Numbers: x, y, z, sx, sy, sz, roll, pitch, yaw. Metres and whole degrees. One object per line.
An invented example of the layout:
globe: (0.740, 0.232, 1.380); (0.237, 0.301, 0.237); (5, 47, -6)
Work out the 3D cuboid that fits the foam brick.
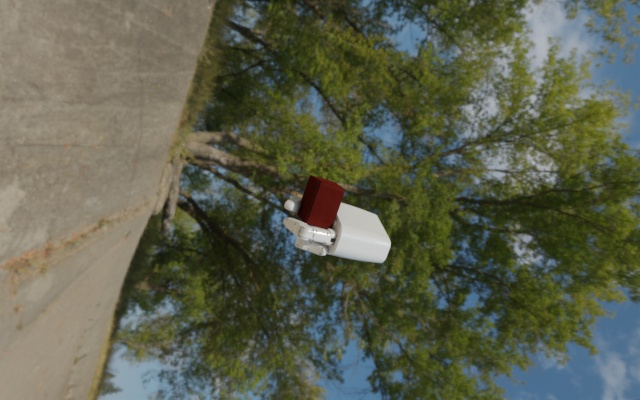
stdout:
foam brick: (0.000, 0.002, 0.823); (0.051, 0.078, 0.053); (15, 11, -22)
